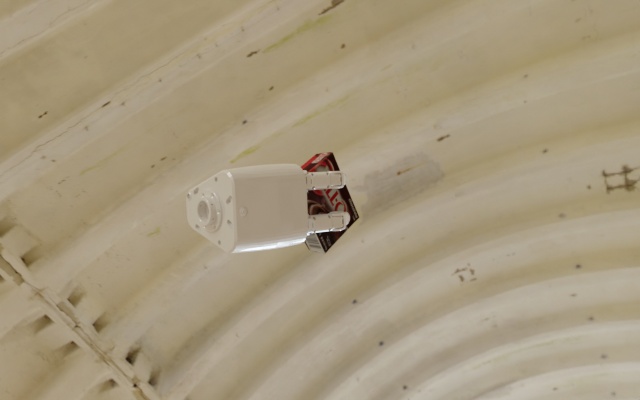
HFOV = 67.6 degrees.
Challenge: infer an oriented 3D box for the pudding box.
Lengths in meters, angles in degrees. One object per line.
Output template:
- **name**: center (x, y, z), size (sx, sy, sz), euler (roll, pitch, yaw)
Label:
- **pudding box**: center (0.000, 0.002, 0.665), size (0.039, 0.113, 0.090), euler (2, 34, 43)
